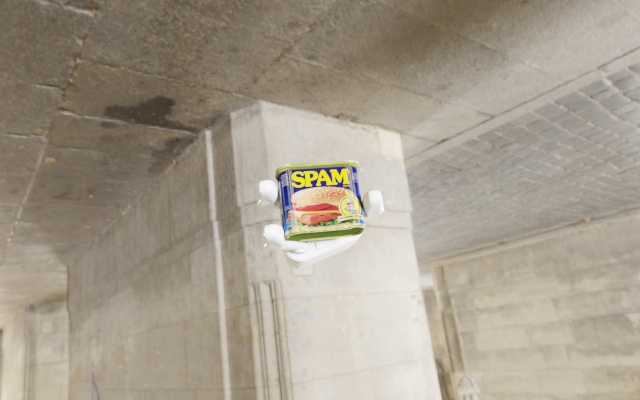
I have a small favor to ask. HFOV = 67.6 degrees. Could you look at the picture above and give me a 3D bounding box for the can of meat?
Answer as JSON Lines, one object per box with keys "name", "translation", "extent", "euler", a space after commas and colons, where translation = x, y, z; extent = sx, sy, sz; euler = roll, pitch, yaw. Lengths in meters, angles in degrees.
{"name": "can of meat", "translation": [0.000, 0.002, 0.576], "extent": [0.102, 0.084, 0.057], "euler": [-4, -16, -10]}
